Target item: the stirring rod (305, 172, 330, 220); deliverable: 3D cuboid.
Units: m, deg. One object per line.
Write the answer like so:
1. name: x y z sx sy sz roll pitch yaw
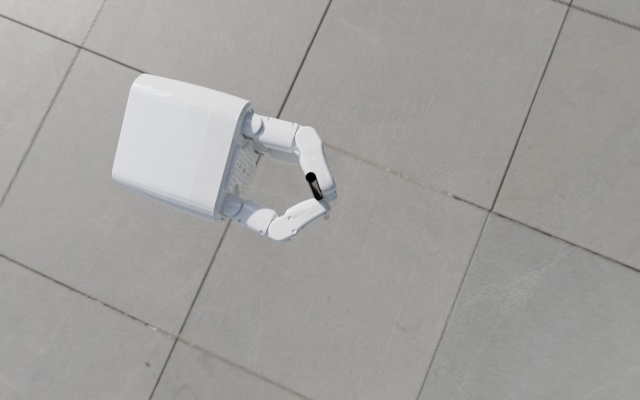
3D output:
1. stirring rod: 0.000 0.002 0.462 0.011 0.011 0.239 0 -9 3
